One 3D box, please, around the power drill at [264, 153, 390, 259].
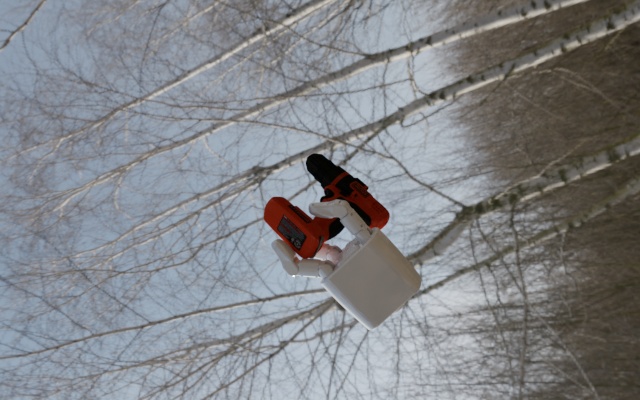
[{"bbox_3d":[0.000,0.003,0.774,0.184,0.057,0.187,42,43,21],"label":"power drill"}]
